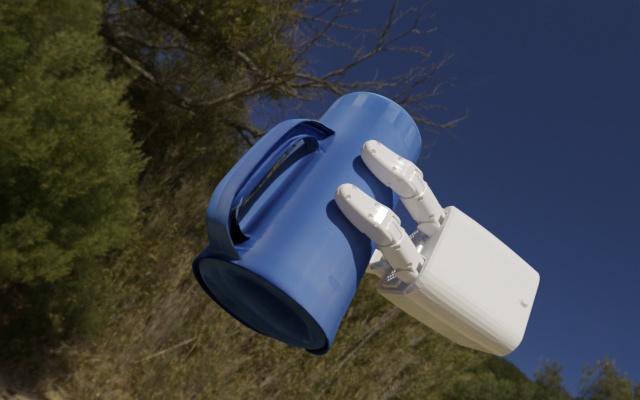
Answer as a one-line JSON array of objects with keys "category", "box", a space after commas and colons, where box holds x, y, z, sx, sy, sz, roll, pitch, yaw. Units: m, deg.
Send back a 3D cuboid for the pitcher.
[{"category": "pitcher", "box": [0.000, 0.002, 0.444, 0.145, 0.242, 0.149, 35, -31, -2]}]
